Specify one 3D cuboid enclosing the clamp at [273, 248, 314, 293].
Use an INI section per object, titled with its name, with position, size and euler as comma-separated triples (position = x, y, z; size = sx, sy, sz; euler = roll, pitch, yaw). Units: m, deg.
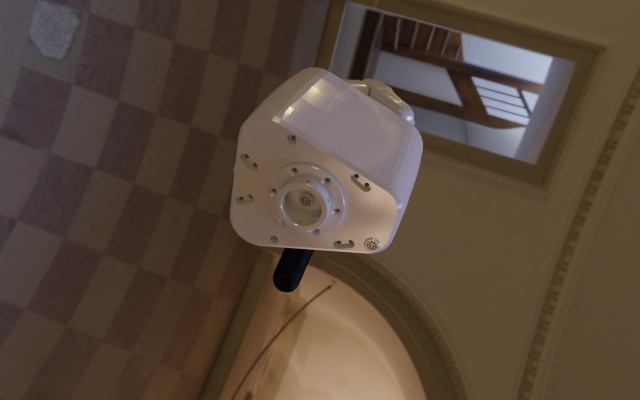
[clamp]
position = 0.001, 0.001, 0.440
size = 0.039, 0.172, 0.120
euler = 18, 31, 7
